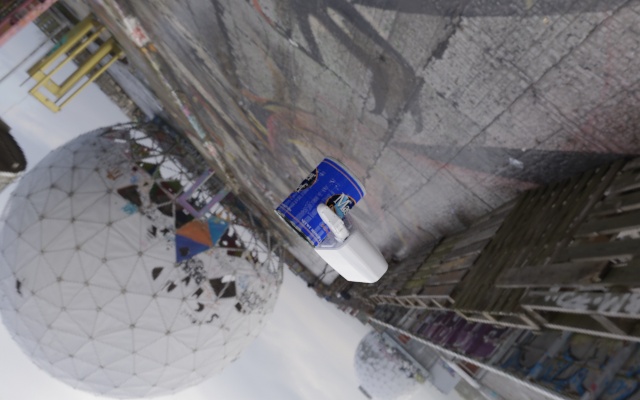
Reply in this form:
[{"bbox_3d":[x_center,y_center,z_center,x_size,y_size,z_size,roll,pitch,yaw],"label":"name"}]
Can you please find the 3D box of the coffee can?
[{"bbox_3d":[0.000,0.003,0.877,0.103,0.140,0.103,42,-9,8],"label":"coffee can"}]
